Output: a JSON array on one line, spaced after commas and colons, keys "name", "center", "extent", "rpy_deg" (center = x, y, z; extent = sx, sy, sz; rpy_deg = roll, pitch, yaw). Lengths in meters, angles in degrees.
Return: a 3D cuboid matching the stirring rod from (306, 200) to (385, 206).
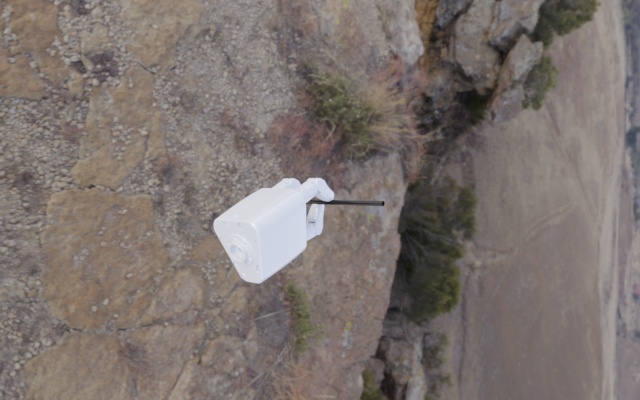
[{"name": "stirring rod", "center": [0.000, 0.003, 0.799], "extent": [0.239, 0.011, 0.011], "rpy_deg": [1, 1, 37]}]
